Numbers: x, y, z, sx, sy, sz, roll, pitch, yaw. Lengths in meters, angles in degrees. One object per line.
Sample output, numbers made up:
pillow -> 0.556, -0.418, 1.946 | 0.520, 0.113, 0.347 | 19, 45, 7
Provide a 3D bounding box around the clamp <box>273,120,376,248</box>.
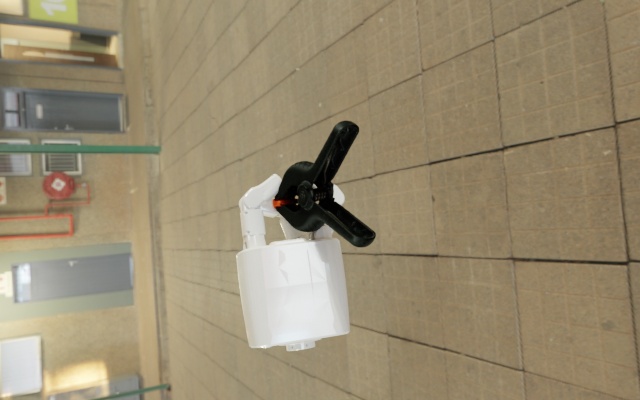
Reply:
clamp -> -0.001, 0.002, 0.506 | 0.039, 0.120, 0.171 | -1, -15, -28
